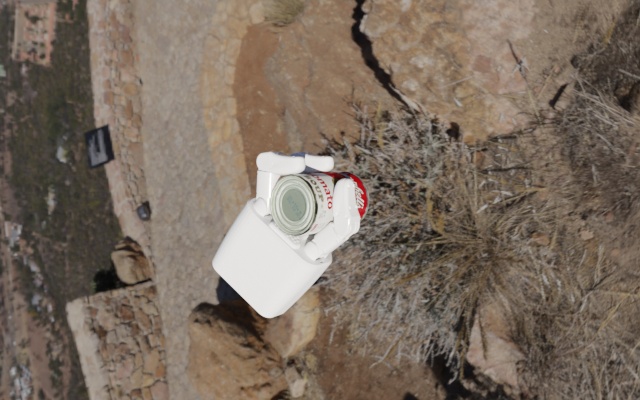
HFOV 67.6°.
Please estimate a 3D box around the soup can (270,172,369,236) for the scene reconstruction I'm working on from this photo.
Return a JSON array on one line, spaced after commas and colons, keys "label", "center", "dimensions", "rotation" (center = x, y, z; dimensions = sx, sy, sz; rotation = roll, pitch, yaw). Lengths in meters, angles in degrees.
[{"label": "soup can", "center": [0.000, 0.002, 0.547], "dimensions": [0.068, 0.068, 0.102], "rotation": [0, 4, 38]}]
